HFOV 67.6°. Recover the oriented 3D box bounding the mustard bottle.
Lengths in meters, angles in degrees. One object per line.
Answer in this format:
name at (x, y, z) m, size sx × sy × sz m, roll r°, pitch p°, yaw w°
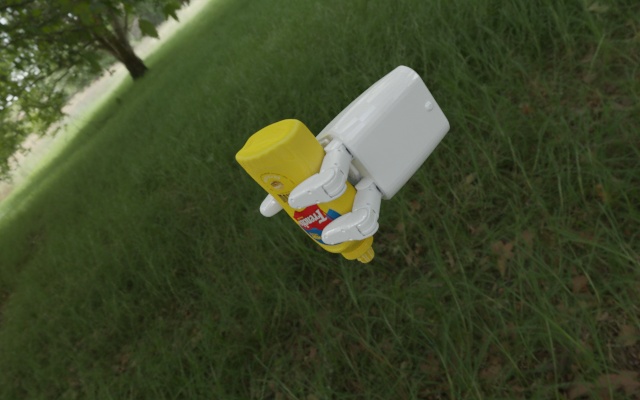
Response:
mustard bottle at (0.000, 0.002, 0.521) m, size 0.096 × 0.058 × 0.192 m, roll -9°, pitch -50°, yaw 47°
